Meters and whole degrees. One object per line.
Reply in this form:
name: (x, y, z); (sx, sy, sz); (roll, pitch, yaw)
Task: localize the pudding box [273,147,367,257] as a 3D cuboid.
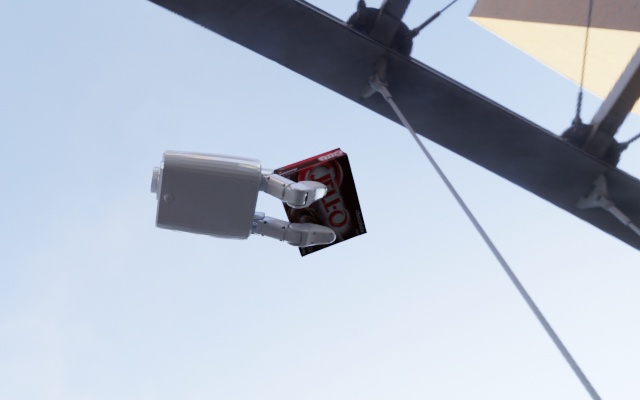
pudding box: (0.000, 0.002, 0.585); (0.090, 0.113, 0.039); (-19, 27, -6)
